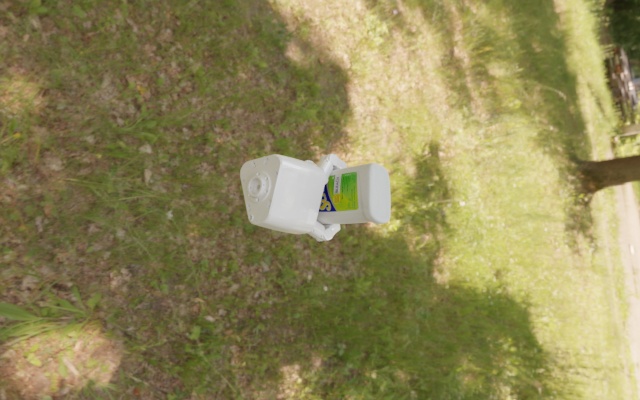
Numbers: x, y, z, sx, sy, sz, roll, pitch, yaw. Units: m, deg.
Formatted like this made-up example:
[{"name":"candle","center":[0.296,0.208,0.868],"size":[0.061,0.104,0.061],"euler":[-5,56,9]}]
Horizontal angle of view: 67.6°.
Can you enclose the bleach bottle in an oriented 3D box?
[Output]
[{"name":"bleach bottle","center":[0.000,0.003,0.849],"size":[0.251,0.102,0.068],"euler":[-10,-17,37]}]
